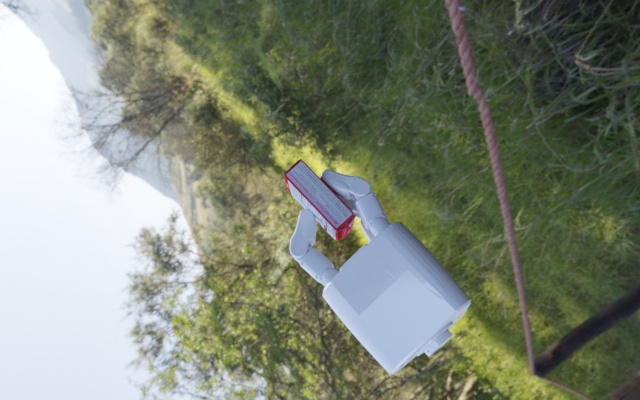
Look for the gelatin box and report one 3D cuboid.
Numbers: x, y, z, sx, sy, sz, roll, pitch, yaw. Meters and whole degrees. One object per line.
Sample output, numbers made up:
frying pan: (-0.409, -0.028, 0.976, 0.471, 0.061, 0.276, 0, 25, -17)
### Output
gelatin box: (0.000, 0.002, 0.540, 0.030, 0.089, 0.073, -43, -10, -8)
